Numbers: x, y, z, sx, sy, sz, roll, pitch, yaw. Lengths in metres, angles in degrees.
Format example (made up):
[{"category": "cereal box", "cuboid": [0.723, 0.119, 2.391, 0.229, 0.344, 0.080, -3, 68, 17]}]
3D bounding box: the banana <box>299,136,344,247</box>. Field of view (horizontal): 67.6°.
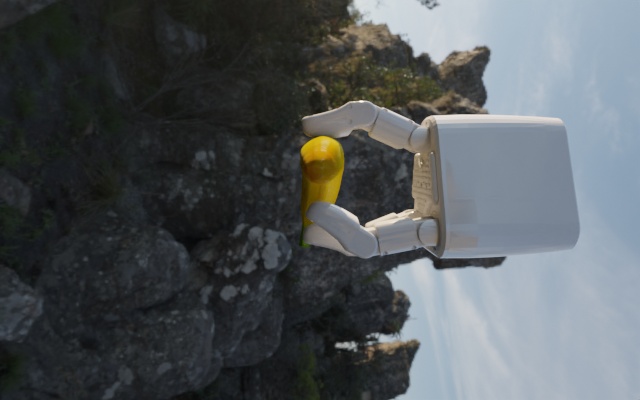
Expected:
[{"category": "banana", "cuboid": [0.001, -0.015, 0.417, 0.037, 0.069, 0.198, 3, -21, -1]}]
